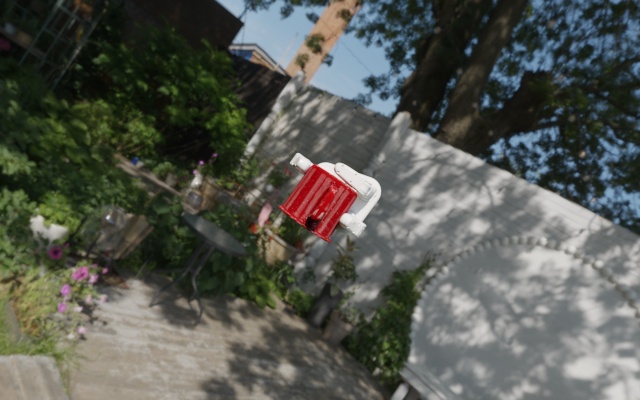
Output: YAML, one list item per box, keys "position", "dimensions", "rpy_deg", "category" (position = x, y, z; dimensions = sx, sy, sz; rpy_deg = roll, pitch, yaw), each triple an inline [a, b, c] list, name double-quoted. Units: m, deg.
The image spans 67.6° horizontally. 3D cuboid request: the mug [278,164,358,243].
- position: [0.000, 0.002, 0.676]
  dimensions: [0.093, 0.081, 0.117]
  rpy_deg: [35, 1, -3]
  category: "mug"
